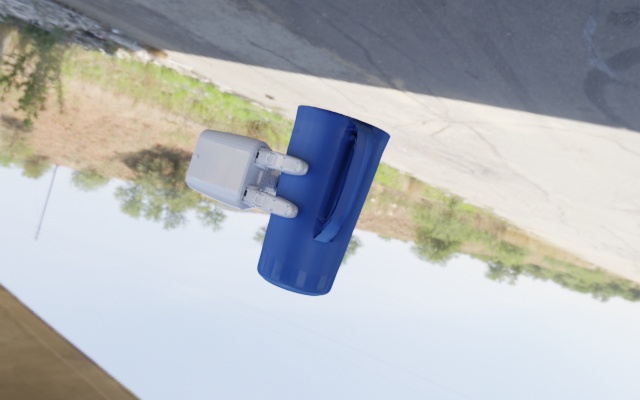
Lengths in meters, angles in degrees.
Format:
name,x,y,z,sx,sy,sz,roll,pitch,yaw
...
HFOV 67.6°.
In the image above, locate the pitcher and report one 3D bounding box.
name,x,y,z,sx,sy,sz,roll,pitch,yaw
pitcher,0.000,0.002,0.645,0.145,0.243,0.149,18,2,26
